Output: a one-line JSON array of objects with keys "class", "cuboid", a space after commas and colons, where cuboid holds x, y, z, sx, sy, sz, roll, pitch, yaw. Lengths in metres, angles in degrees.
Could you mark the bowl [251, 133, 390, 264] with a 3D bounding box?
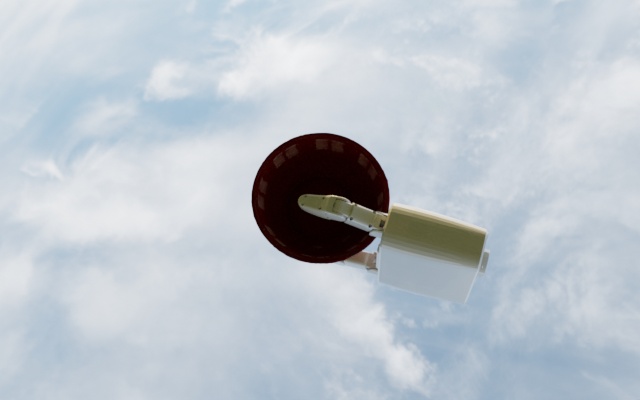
[{"class": "bowl", "cuboid": [-0.001, 0.001, 0.578, 0.162, 0.162, 0.055, 0, -18, 0]}]
